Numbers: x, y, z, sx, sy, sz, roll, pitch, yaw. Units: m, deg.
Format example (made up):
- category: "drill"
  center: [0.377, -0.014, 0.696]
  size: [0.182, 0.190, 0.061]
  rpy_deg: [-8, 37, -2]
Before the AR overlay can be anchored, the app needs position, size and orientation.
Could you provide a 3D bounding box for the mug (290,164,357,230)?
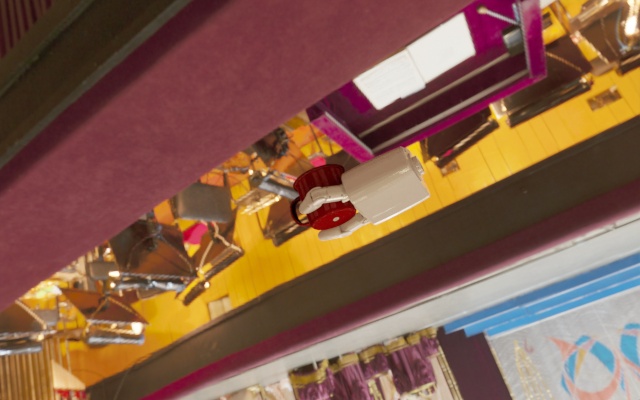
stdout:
- category: "mug"
  center: [-0.001, 0.003, 0.800]
  size: [0.117, 0.081, 0.093]
  rpy_deg: [-28, -22, 18]
